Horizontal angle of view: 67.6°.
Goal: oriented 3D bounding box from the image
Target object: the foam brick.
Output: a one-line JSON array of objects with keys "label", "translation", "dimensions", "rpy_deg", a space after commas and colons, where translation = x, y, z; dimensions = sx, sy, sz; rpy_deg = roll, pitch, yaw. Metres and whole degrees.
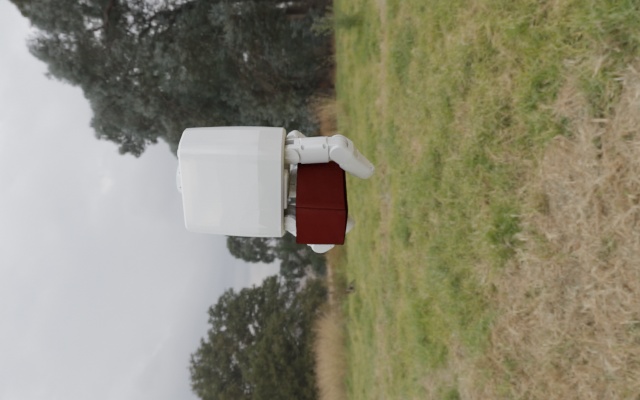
[{"label": "foam brick", "translation": [0.000, 0.002, 0.499], "dimensions": [0.051, 0.053, 0.078], "rpy_deg": [1, 42, -2]}]
